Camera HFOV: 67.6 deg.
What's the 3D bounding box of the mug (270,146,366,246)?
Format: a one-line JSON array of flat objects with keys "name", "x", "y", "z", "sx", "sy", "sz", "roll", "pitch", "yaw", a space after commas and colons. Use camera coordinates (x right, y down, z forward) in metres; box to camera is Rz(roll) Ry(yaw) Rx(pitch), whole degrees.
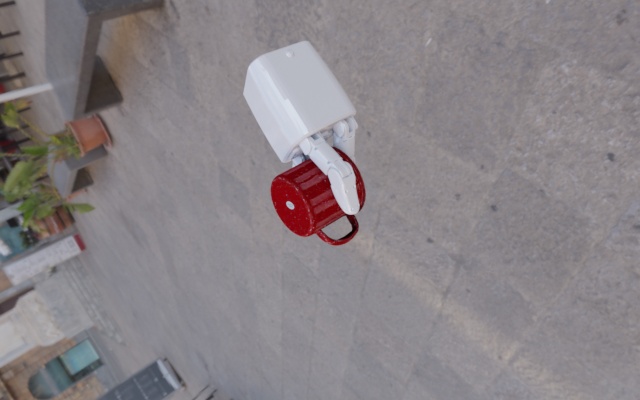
[{"name": "mug", "x": 0.001, "y": 0.003, "z": 0.577, "sx": 0.081, "sy": 0.117, "sz": 0.093, "roll": -30, "pitch": -4, "yaw": -31}]
